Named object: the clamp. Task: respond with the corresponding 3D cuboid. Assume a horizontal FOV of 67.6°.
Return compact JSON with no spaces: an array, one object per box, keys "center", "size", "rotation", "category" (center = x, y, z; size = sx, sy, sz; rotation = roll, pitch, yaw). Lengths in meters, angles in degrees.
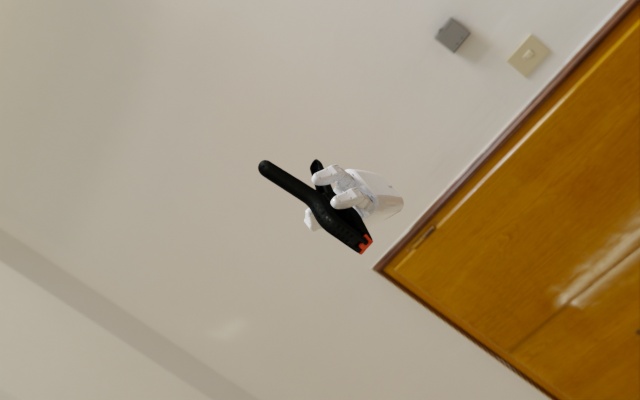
[{"center":[0.000,0.003,0.774],"size":[0.164,0.036,0.210],"rotation":[-1,46,-52],"category":"clamp"}]
